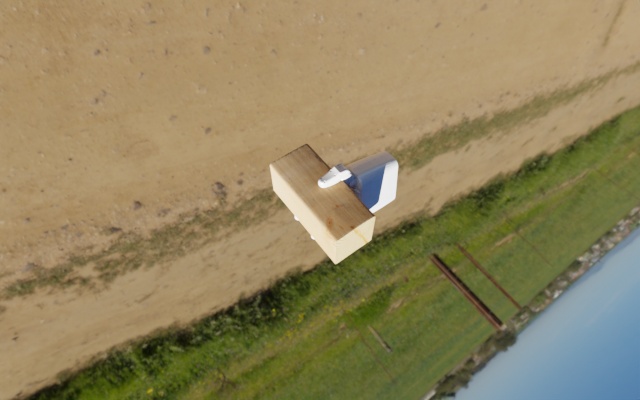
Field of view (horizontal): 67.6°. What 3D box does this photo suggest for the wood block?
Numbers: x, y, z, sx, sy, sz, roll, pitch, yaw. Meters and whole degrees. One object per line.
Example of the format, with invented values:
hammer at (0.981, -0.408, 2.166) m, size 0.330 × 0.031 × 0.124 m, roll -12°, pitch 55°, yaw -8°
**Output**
wood block at (0.001, 0.003, 0.898) m, size 0.090 × 0.206 × 0.091 m, roll -32°, pitch -28°, yaw -19°
